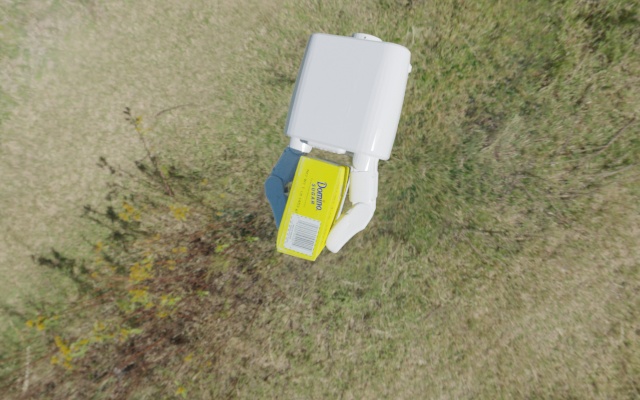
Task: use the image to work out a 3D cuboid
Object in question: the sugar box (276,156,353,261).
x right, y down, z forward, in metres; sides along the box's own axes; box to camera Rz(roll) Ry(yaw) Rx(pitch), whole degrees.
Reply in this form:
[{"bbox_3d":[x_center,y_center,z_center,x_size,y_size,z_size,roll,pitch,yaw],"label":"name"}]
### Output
[{"bbox_3d":[0.001,0.002,0.520,0.048,0.093,0.176,18,7,8],"label":"sugar box"}]
